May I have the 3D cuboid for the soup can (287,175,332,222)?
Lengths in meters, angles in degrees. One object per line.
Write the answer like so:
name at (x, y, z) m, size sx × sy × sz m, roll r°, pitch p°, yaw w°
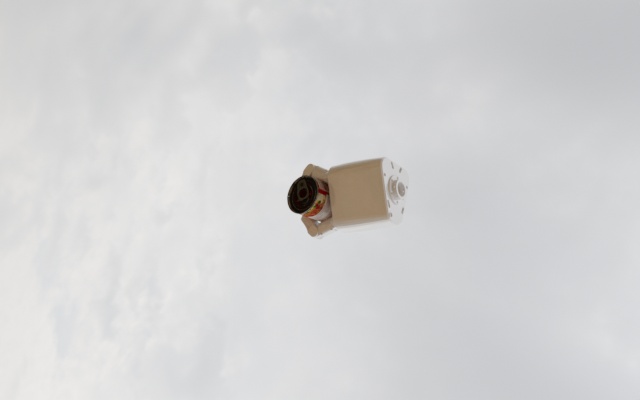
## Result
soup can at (0.000, 0.003, 0.838) m, size 0.068 × 0.068 × 0.102 m, roll 0°, pitch -15°, yaw 40°
